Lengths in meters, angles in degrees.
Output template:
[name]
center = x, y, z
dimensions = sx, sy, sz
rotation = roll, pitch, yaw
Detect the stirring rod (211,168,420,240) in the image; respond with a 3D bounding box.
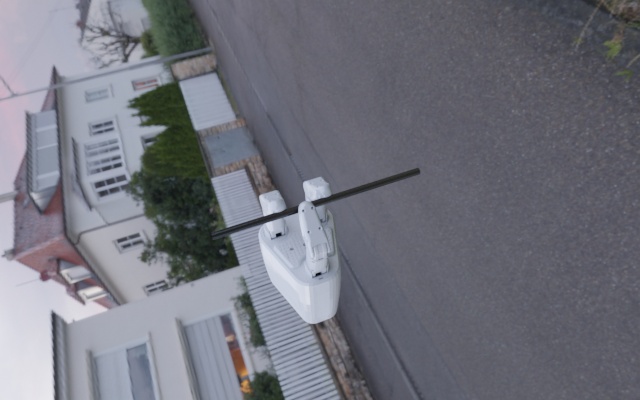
[stirring rod]
center = 0.000, 0.002, 0.518
dimensions = 0.239, 0.011, 0.011
rotation = -18, 4, -13
